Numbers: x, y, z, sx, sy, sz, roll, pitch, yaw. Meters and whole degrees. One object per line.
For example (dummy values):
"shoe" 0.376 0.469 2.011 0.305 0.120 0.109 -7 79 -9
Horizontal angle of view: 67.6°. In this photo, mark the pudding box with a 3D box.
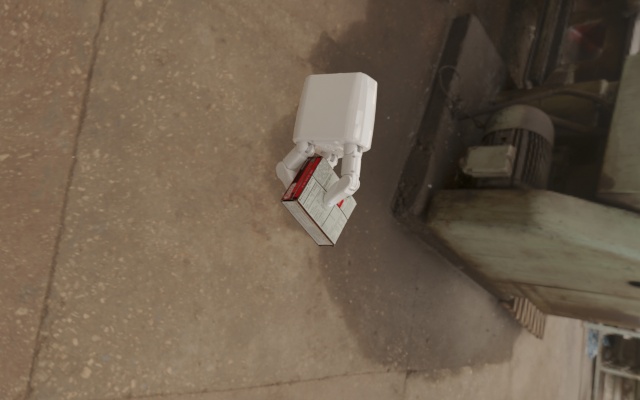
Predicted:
"pudding box" 0.000 0.002 0.724 0.039 0.090 0.113 -1 -42 44
